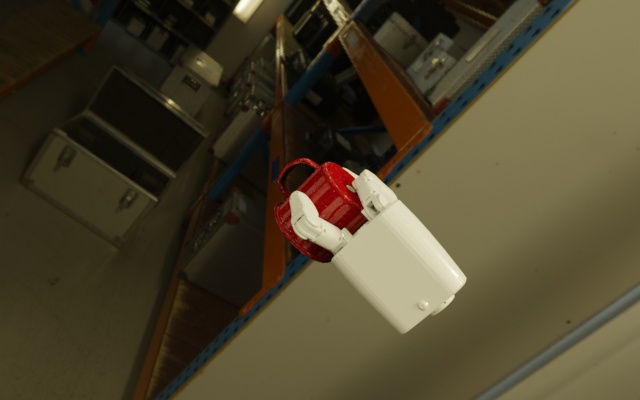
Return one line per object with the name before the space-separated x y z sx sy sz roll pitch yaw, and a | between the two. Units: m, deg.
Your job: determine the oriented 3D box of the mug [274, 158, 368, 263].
mug | -0.001 0.001 0.551 0.081 0.117 0.093 -45 -12 20
